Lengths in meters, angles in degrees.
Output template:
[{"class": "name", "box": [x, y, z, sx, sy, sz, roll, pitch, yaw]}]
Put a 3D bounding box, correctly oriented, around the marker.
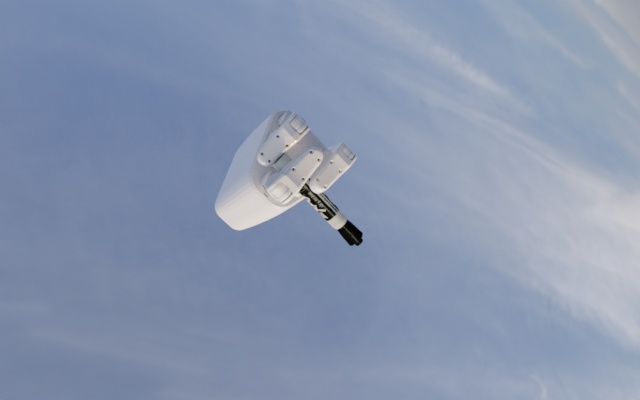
[{"class": "marker", "box": [0.000, 0.002, 0.481, 0.020, 0.121, 0.020, -41, 13, 12]}]
